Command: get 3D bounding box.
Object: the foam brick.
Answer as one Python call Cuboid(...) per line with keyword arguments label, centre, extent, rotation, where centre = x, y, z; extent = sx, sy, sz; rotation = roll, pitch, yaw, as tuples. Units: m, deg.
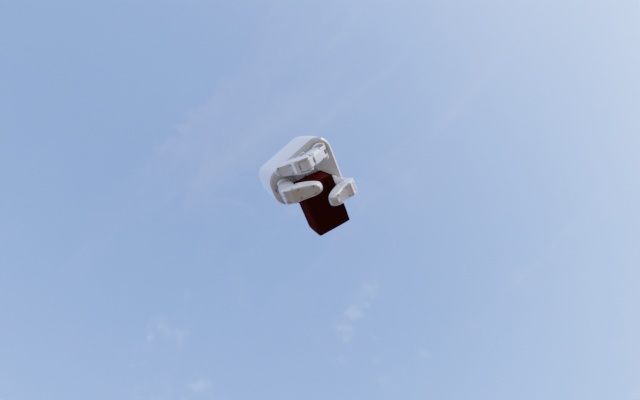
Cuboid(label="foam brick", centre=(0.000, 0.003, 0.709), extent=(0.053, 0.078, 0.051), rotation=(-26, 17, -13))
